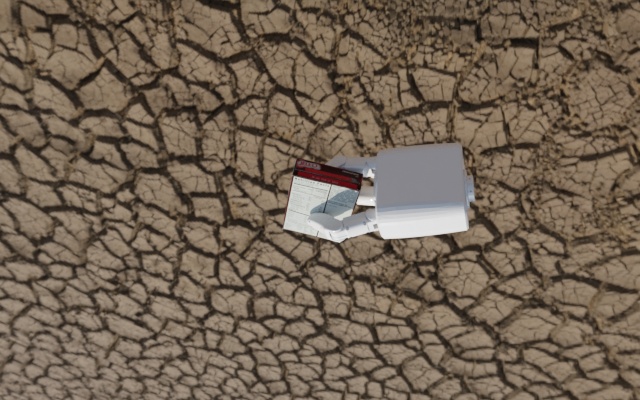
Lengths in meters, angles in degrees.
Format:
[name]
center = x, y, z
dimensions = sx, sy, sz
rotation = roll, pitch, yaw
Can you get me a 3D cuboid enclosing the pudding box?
[pudding box]
center = 0.000, 0.002, 0.641
dimensions = 0.090, 0.114, 0.039
rotation = 14, 45, -1
